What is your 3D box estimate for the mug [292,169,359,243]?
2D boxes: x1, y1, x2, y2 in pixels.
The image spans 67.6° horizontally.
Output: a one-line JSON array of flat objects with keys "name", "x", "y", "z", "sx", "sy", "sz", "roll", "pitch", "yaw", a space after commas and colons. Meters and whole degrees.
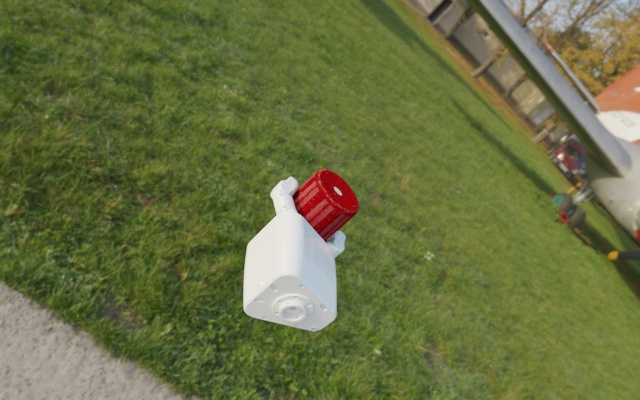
[{"name": "mug", "x": 0.000, "y": 0.001, "z": 0.698, "sx": 0.093, "sy": 0.117, "sz": 0.081, "roll": 33, "pitch": -59, "yaw": -26}]
